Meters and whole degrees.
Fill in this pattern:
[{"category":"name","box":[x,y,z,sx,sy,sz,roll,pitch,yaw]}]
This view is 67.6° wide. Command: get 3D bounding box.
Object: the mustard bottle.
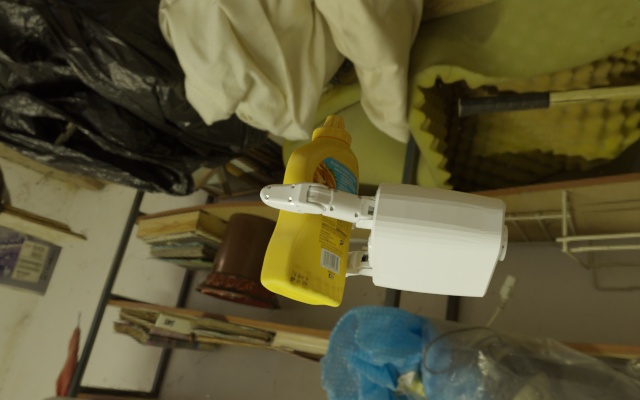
[{"category":"mustard bottle","box":[0.000,0.002,0.474,0.058,0.191,0.096,-3,-23,36]}]
